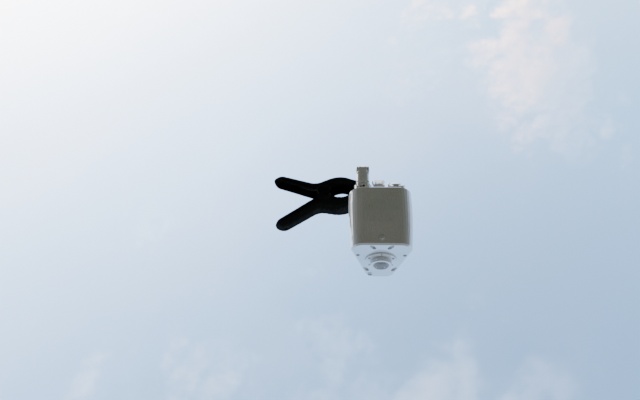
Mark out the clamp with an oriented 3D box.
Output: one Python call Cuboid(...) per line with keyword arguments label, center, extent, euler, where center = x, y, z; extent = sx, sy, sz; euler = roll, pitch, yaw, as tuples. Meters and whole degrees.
Cuboid(label="clamp", center=(0.000, 0.003, 0.808), extent=(0.171, 0.120, 0.039), euler=(-3, -39, 8))
